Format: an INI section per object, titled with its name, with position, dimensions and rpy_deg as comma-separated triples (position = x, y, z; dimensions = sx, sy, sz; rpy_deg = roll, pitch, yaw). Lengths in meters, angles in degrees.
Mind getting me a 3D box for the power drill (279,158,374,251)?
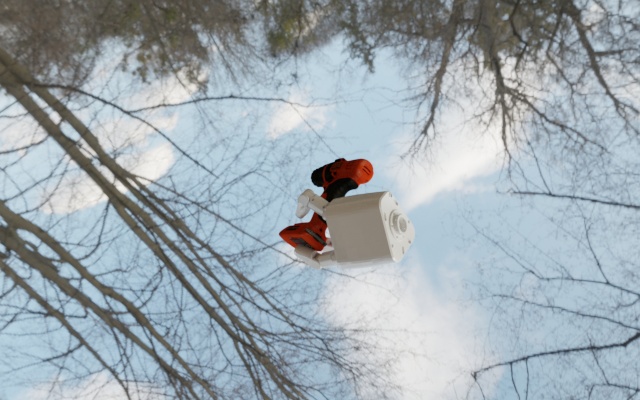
[power drill]
position = 0.000, 0.003, 0.893
dimensions = 0.057, 0.187, 0.184
rpy_deg = 39, -20, -21
